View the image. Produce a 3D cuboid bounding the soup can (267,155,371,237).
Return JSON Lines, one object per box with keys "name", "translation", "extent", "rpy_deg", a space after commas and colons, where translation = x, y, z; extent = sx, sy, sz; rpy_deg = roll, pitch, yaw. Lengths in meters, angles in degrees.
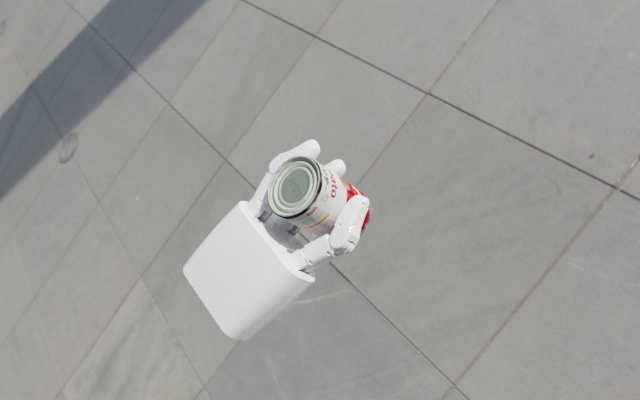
{"name": "soup can", "translation": [0.000, 0.001, 0.507], "extent": [0.068, 0.068, 0.102], "rpy_deg": [0, -19, 36]}
